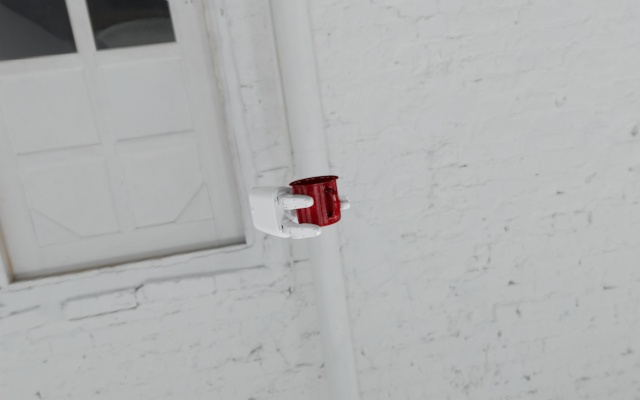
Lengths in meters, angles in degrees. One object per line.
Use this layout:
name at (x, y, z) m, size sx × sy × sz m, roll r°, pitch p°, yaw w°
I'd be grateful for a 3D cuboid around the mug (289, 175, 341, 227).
mug at (0.001, 0.003, 0.870) m, size 0.093 × 0.081 × 0.117 m, roll -16°, pitch 13°, yaw -32°
